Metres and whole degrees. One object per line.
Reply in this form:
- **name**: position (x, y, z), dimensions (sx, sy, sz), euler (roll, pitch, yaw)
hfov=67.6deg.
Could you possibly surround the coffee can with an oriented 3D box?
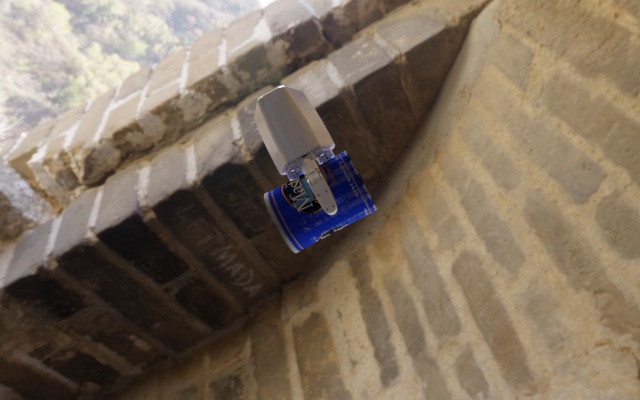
- **coffee can**: position (0.000, 0.003, 0.724), dimensions (0.140, 0.103, 0.103), euler (-28, -2, 3)
